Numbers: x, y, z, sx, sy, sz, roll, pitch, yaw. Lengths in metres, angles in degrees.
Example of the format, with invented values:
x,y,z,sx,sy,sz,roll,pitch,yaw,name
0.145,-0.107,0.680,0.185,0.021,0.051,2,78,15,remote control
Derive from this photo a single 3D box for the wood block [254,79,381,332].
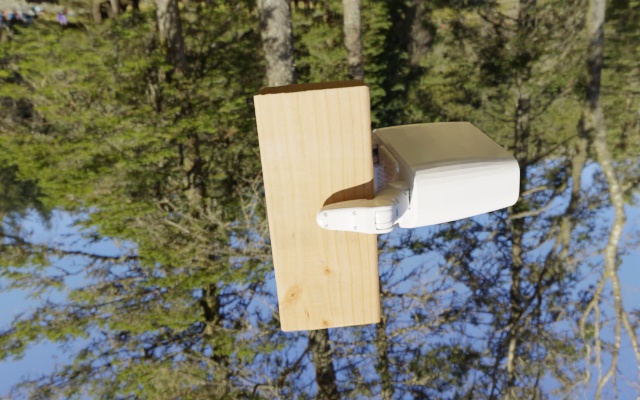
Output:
x,y,z,sx,sy,sz,roll,pitch,yaw,name
0.000,0.002,0.431,0.090,0.206,0.090,-5,17,0,wood block
